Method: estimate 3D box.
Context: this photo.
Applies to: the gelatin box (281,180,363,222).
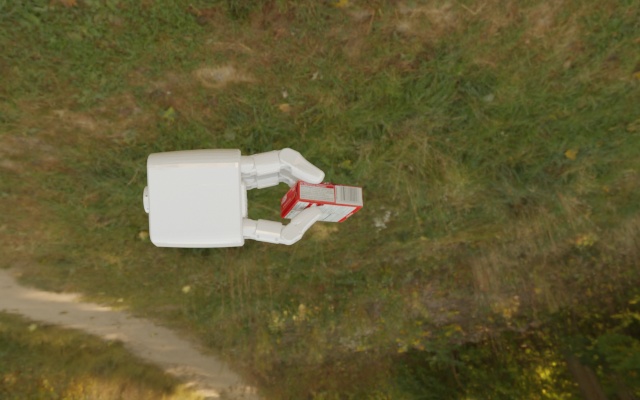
[{"bbox_3d":[0.000,0.002,0.617,0.089,0.030,0.073,6,-20,-18],"label":"gelatin box"}]
